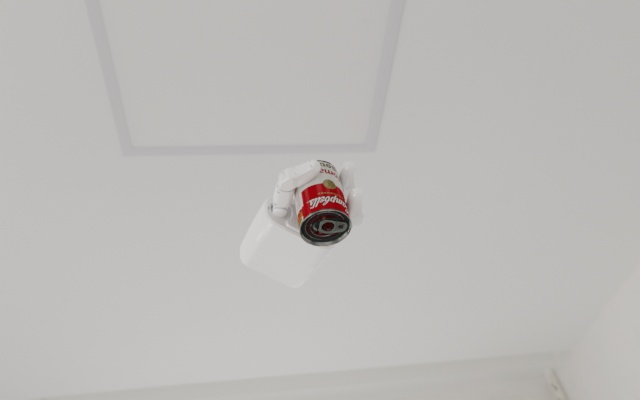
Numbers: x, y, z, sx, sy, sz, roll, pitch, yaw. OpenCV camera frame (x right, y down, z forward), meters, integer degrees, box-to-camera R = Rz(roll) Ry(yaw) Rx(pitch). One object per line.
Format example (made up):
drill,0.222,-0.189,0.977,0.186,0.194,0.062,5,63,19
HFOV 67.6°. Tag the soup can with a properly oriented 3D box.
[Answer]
soup can,0.000,0.002,0.646,0.068,0.069,0.102,0,43,-11
